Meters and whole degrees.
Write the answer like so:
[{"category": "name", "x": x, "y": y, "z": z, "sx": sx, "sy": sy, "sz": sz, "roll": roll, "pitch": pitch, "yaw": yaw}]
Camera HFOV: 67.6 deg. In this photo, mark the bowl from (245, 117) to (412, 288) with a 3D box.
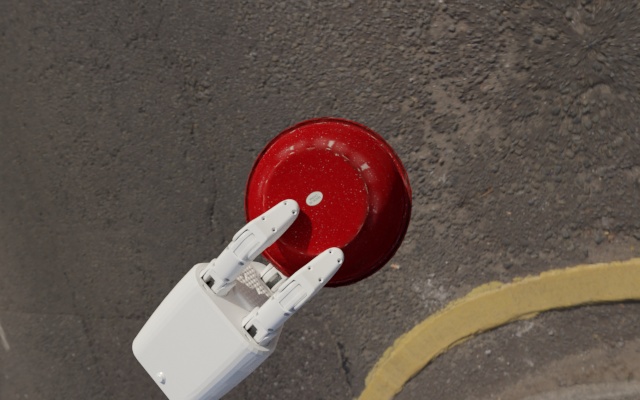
[{"category": "bowl", "x": 0.001, "y": 0.000, "z": 0.428, "sx": 0.162, "sy": 0.162, "sz": 0.055, "roll": 0, "pitch": -1, "yaw": 11}]
